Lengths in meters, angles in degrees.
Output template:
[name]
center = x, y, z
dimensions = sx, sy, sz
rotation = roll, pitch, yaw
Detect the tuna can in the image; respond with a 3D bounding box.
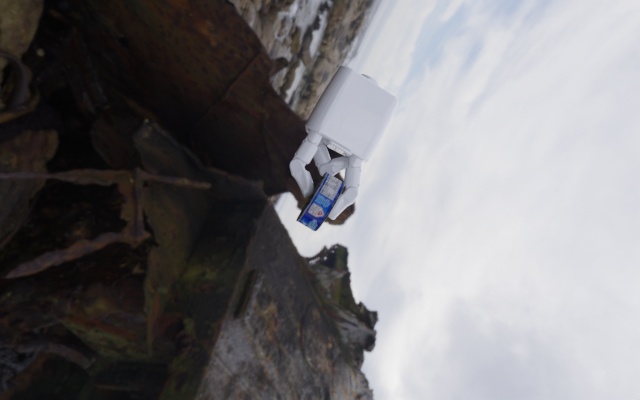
[tuna can]
center = 0.001, 0.003, 0.706
dimensions = 0.034, 0.086, 0.086
rotation = 31, -3, -4
